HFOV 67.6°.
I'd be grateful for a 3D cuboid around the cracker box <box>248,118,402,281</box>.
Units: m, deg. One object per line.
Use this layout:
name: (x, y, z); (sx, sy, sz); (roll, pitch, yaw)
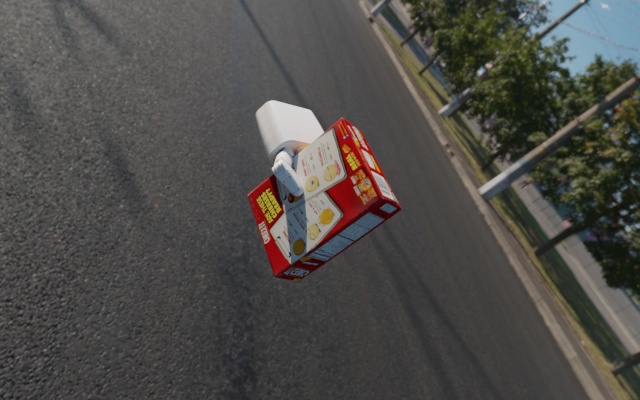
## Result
cracker box: (0.000, 0.002, 0.750); (0.214, 0.164, 0.072); (-38, -35, 22)
